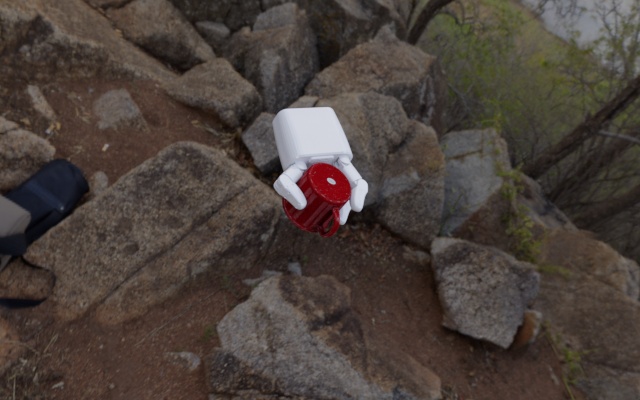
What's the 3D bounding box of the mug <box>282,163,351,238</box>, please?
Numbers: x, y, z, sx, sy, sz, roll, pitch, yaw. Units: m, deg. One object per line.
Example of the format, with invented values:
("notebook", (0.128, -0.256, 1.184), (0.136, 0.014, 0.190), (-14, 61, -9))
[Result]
("mug", (0.001, 0.004, 0.769), (0.093, 0.117, 0.081), (3, -34, -35))
